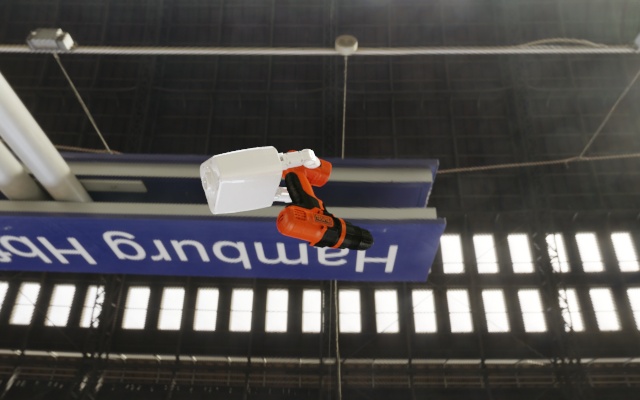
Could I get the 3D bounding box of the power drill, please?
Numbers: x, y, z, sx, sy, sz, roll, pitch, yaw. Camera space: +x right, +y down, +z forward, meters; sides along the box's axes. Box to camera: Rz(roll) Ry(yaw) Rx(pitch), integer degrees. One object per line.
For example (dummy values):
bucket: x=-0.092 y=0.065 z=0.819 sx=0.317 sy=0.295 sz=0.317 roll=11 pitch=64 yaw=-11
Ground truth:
power drill: x=0.000 y=0.002 z=0.847 sx=0.184 sy=0.187 sz=0.057 roll=17 pitch=-53 yaw=-31
